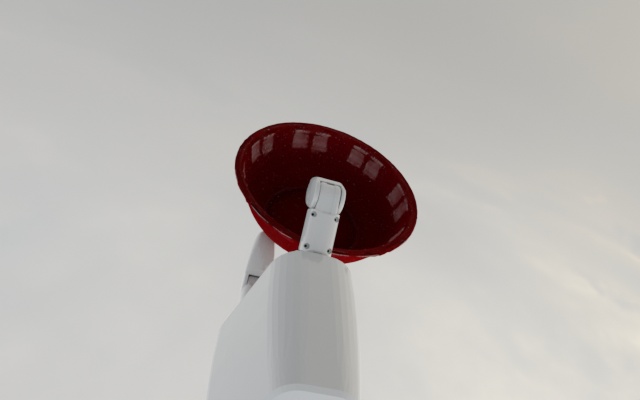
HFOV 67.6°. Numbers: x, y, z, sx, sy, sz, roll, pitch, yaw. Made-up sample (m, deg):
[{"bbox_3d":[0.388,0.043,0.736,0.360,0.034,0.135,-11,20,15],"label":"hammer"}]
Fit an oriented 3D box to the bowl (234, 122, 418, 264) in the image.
[{"bbox_3d":[0.000,0.001,0.420,0.162,0.162,0.055,0,-44,-26],"label":"bowl"}]
